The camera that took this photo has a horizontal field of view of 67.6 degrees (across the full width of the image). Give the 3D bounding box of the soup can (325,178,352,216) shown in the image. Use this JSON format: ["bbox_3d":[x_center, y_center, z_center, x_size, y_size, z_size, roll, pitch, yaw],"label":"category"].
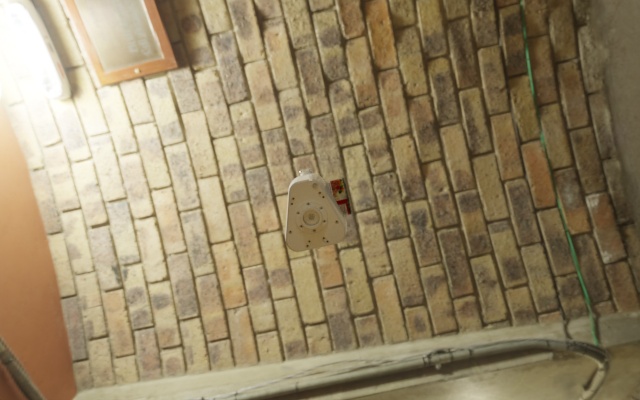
[{"bbox_3d":[0.000,0.003,0.864,0.102,0.068,0.068,-13,0,2],"label":"soup can"}]
